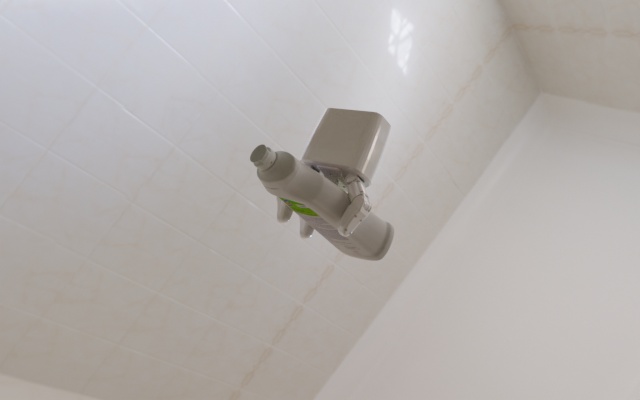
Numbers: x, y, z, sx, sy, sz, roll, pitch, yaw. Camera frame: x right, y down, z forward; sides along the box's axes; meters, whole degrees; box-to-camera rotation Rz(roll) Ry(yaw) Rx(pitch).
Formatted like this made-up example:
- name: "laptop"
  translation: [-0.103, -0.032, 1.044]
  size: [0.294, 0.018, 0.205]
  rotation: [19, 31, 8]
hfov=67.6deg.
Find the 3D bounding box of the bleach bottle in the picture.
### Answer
- name: "bleach bottle"
  translation: [0.000, 0.002, 0.687]
  size: [0.102, 0.068, 0.251]
  rotation: [4, -27, 45]
